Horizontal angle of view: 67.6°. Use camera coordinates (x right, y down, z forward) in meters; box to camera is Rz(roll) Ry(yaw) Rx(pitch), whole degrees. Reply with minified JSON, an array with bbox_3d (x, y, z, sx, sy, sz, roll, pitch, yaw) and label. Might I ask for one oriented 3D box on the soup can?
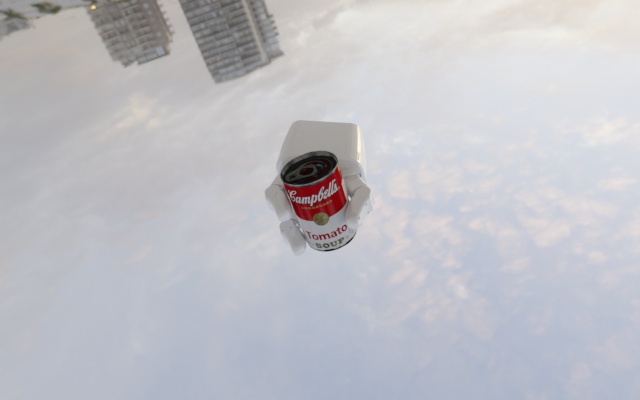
[{"bbox_3d":[0.000,0.002,0.566,0.068,0.102,0.068,-13,35,9],"label":"soup can"}]
